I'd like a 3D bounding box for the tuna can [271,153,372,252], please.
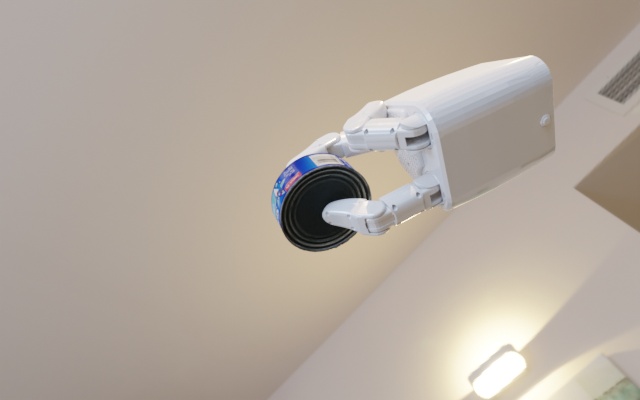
[{"bbox_3d":[0.000,0.001,0.427,0.086,0.086,0.033,0,28,-24],"label":"tuna can"}]
